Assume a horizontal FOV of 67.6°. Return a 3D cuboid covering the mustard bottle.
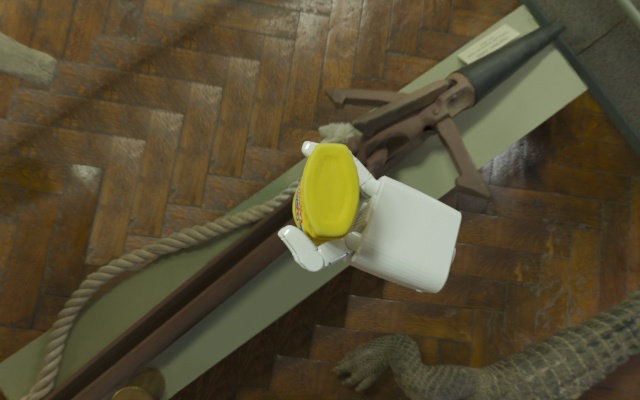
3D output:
[{"bbox_3d":[0.000,0.002,0.558,0.058,0.096,0.191,0,-8,-7],"label":"mustard bottle"}]
